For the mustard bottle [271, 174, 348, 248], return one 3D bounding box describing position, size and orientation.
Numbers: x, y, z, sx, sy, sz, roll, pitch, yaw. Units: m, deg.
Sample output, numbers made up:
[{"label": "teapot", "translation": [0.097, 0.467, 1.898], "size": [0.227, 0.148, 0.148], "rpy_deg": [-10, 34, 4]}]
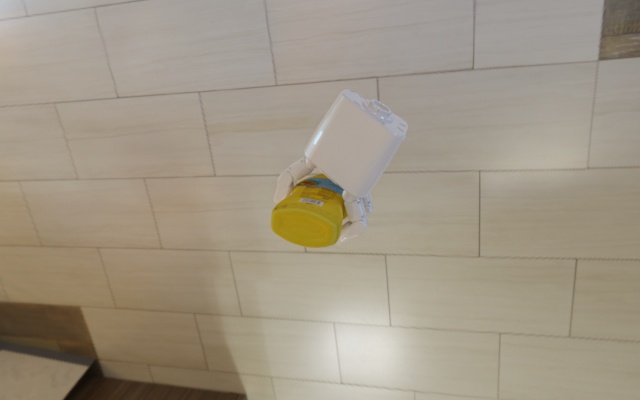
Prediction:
[{"label": "mustard bottle", "translation": [0.000, 0.003, 0.721], "size": [0.096, 0.058, 0.191], "rpy_deg": [11, 24, 11]}]
